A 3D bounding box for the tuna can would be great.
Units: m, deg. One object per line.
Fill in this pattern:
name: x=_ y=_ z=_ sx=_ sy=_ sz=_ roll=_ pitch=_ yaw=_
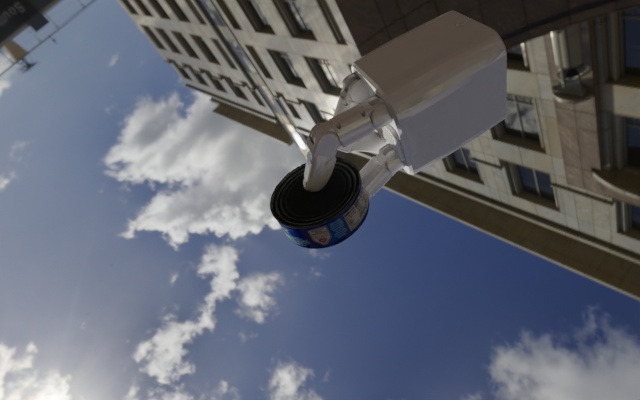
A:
tuna can: x=0.000 y=0.002 z=0.432 sx=0.086 sy=0.086 sz=0.034 roll=0 pitch=-42 yaw=28
